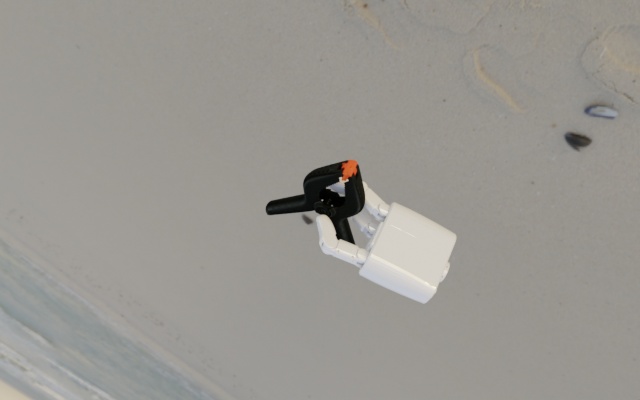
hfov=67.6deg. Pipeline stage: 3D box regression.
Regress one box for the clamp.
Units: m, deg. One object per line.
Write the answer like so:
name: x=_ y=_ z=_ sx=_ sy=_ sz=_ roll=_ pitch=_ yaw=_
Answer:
clamp: x=0.000 y=0.003 z=0.719 sx=0.164 sy=0.036 sz=0.210 roll=24 pitch=-34 yaw=3
